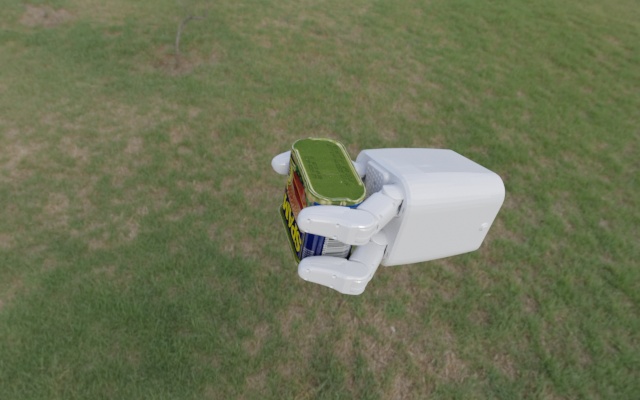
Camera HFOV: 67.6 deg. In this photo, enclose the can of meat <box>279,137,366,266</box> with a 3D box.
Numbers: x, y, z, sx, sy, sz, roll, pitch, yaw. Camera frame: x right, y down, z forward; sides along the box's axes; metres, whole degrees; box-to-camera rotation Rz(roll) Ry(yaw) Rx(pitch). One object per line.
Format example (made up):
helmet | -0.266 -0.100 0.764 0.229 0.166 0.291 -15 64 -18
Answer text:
can of meat | 0.000 0.001 0.445 0.057 0.084 0.102 -3 41 -18
